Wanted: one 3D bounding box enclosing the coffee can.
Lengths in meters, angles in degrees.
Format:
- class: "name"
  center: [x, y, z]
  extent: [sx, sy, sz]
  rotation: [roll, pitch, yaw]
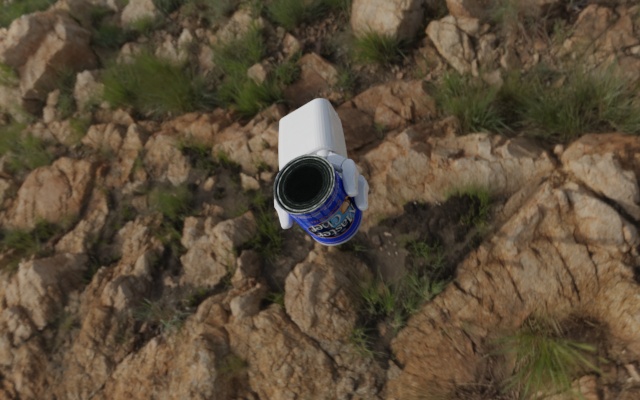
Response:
- class: "coffee can"
  center: [0.000, 0.003, 0.779]
  extent: [0.103, 0.102, 0.140]
  rotation: [0, -24, 24]
